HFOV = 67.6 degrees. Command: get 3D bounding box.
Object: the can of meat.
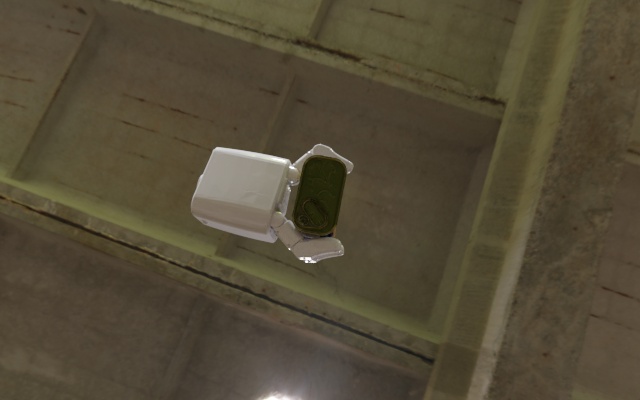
[{"bbox_3d":[0.000,0.002,0.636,0.057,0.102,0.084,10,-14,4],"label":"can of meat"}]
